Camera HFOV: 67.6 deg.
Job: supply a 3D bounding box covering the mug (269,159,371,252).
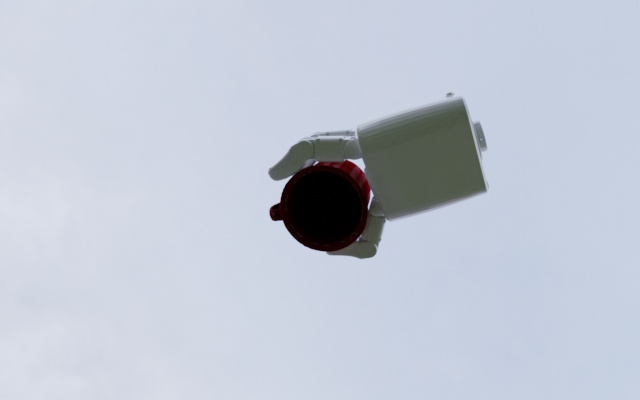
[{"bbox_3d":[-0.001,0.002,0.530,0.117,0.093,0.081,-14,12,16],"label":"mug"}]
